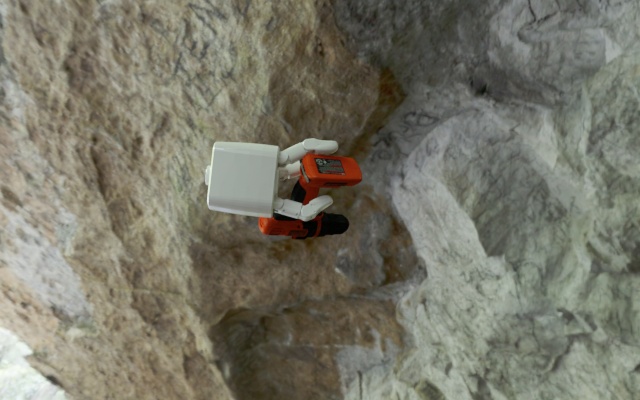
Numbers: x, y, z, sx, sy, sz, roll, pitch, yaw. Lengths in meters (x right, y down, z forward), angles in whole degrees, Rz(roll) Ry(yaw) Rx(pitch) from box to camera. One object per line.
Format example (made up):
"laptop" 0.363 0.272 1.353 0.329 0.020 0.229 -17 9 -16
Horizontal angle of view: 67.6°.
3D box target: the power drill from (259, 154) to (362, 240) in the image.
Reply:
"power drill" 0.000 0.002 0.856 0.184 0.057 0.188 1 -40 -30
